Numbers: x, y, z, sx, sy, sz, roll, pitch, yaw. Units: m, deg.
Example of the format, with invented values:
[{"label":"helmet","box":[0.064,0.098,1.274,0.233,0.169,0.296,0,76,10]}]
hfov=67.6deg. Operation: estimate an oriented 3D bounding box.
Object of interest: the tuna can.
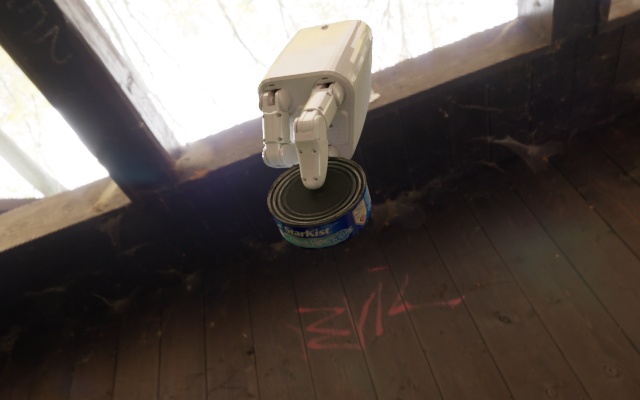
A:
[{"label":"tuna can","box":[0.000,0.002,0.412,0.086,0.034,0.086,-11,41,10]}]
